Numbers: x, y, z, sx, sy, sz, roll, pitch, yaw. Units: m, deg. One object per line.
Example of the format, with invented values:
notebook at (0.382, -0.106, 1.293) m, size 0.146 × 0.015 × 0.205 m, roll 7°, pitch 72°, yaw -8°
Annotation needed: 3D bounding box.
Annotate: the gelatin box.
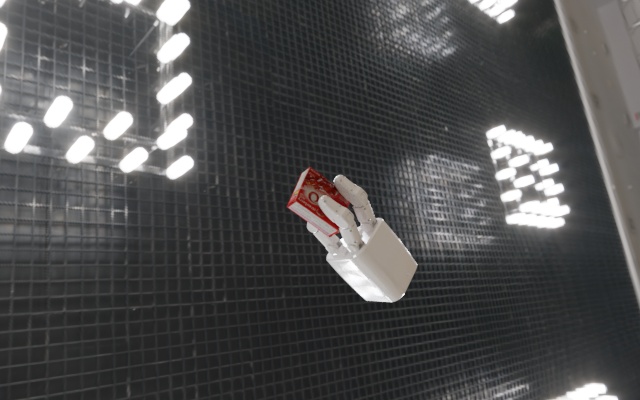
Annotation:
gelatin box at (0.000, 0.002, 0.745) m, size 0.089 × 0.073 × 0.030 m, roll 36°, pitch -40°, yaw -17°
